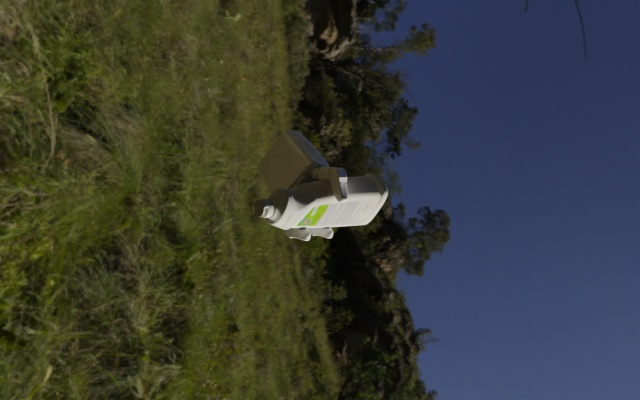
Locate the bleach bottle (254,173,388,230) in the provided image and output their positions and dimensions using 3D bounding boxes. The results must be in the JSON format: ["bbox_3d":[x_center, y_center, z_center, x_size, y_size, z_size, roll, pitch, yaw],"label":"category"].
[{"bbox_3d":[0.000,0.003,0.841,0.251,0.103,0.068,-2,43,-41],"label":"bleach bottle"}]
